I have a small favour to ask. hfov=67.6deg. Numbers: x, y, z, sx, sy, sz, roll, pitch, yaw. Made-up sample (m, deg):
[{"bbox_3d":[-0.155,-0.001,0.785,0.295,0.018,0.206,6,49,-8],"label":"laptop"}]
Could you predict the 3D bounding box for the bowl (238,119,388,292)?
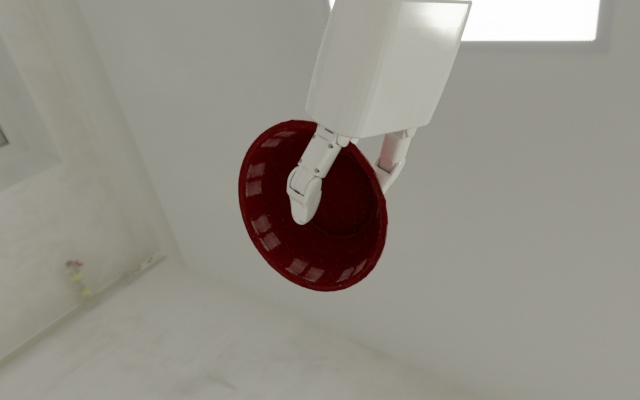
[{"bbox_3d":[0.000,0.002,0.453,0.162,0.162,0.055,0,15,33],"label":"bowl"}]
